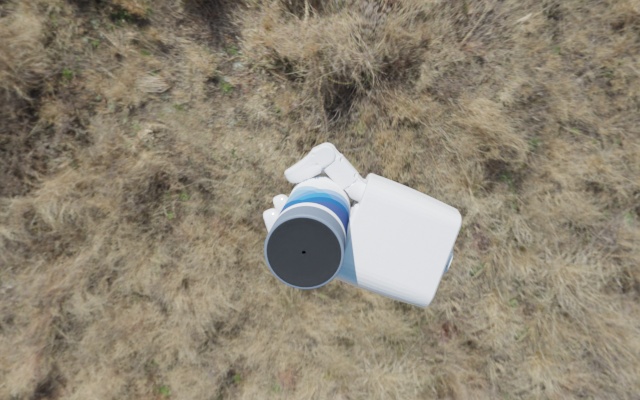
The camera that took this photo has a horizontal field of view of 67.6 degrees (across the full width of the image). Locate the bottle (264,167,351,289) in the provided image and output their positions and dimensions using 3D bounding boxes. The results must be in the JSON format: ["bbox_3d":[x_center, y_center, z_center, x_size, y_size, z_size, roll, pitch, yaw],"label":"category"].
[{"bbox_3d":[0.000,0.002,0.530,0.069,0.069,0.295,0,16,6],"label":"bottle"}]
